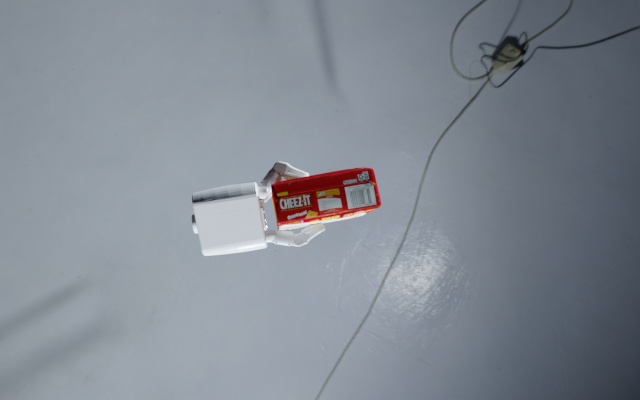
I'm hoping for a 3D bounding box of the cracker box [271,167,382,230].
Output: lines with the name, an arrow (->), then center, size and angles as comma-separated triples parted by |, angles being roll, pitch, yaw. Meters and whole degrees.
cracker box -> 0.000, 0.003, 0.827 | 0.164, 0.072, 0.214 | -10, -5, -6
